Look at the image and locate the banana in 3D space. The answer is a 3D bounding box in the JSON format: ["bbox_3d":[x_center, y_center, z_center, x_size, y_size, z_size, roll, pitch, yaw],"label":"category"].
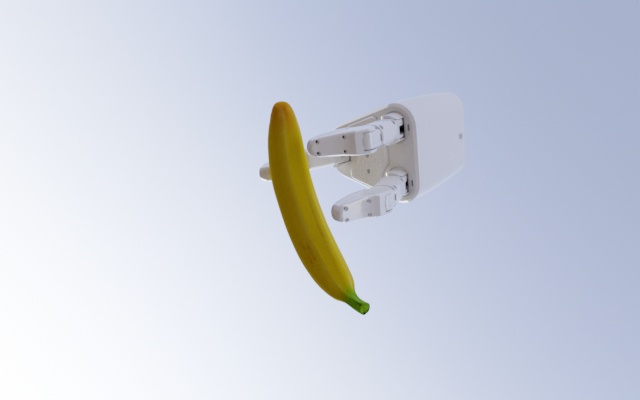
[{"bbox_3d":[-0.009,0.010,0.437,0.037,0.198,0.070,-22,-3,-39],"label":"banana"}]
